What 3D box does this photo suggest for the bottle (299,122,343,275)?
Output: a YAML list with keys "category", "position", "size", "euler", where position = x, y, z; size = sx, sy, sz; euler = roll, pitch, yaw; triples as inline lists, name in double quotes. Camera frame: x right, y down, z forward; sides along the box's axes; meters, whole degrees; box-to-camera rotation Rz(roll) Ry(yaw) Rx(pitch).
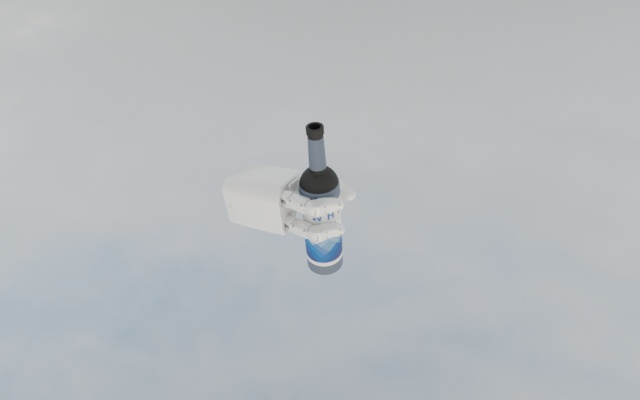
- category: "bottle"
  position: [0.000, 0.003, 0.803]
  size: [0.069, 0.296, 0.069]
  euler: [-3, 40, 2]
